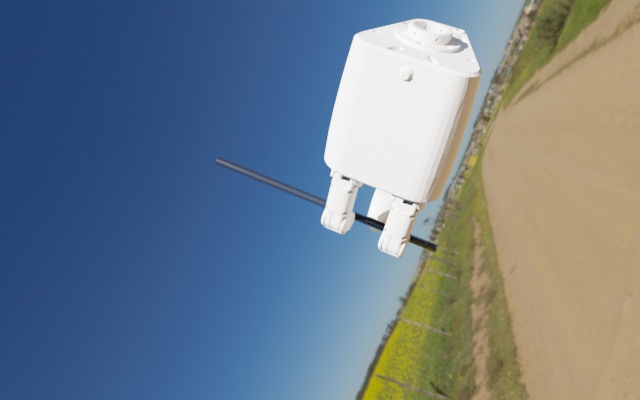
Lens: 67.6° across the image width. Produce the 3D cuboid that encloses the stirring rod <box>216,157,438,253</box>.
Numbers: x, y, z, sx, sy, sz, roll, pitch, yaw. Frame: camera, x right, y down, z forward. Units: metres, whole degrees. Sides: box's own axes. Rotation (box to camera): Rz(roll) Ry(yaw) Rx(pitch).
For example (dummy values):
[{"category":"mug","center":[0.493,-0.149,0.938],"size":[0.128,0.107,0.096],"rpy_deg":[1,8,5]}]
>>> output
[{"category":"stirring rod","center":[0.000,0.002,0.475],"size":[0.239,0.011,0.011],"rpy_deg":[22,5,14]}]
